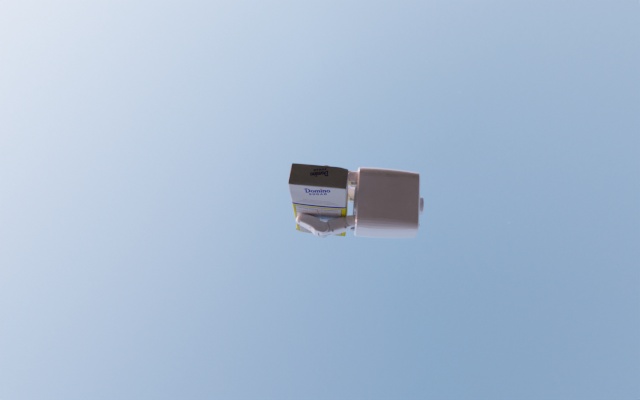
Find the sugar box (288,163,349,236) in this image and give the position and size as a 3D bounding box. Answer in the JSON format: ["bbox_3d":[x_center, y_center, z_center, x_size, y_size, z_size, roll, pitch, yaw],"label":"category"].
[{"bbox_3d":[0.000,0.002,0.810,0.093,0.048,0.176,6,-30,5],"label":"sugar box"}]
